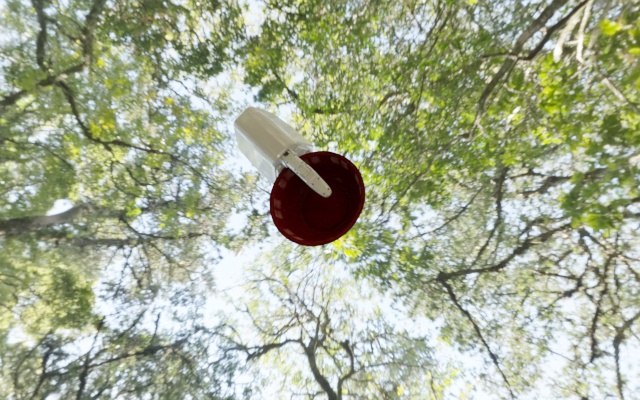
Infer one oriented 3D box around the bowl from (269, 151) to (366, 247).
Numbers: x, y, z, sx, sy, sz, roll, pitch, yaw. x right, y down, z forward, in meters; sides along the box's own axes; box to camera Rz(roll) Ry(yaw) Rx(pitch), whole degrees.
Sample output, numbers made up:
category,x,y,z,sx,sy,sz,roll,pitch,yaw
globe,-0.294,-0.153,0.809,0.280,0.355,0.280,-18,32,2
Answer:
category,x,y,z,sx,sy,sz,roll,pitch,yaw
bowl,0.001,0.004,0.783,0.162,0.162,0.055,0,-19,19
